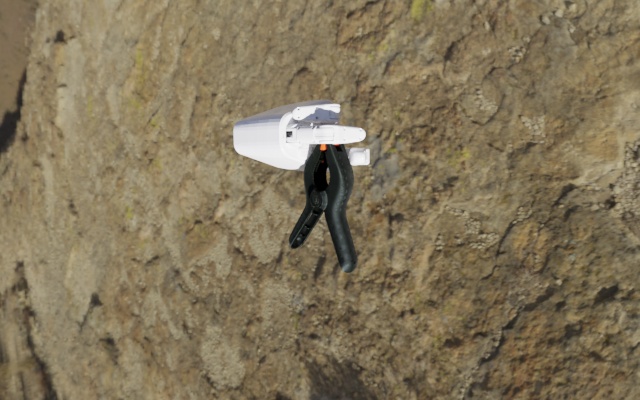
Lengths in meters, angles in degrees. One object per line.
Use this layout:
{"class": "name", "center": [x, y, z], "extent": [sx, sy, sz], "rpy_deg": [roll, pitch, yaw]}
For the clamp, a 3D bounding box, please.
{"class": "clamp", "center": [0.000, 0.002, 0.623], "extent": [0.120, 0.171, 0.039], "rpy_deg": [4, 6, 41]}
